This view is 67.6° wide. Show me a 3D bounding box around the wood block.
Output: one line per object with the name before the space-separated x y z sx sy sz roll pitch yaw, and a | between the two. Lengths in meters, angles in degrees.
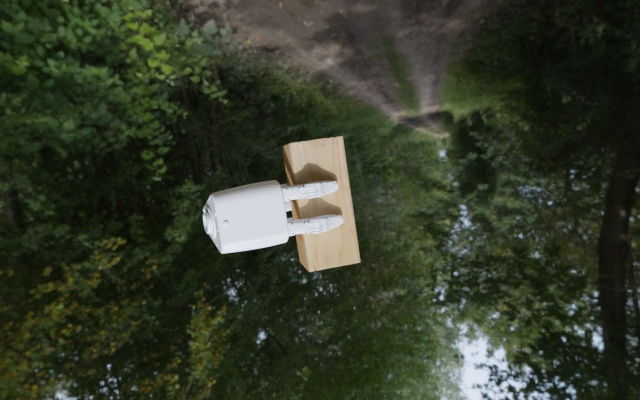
wood block | 0.000 0.003 0.799 0.090 0.206 0.091 -9 6 -12
